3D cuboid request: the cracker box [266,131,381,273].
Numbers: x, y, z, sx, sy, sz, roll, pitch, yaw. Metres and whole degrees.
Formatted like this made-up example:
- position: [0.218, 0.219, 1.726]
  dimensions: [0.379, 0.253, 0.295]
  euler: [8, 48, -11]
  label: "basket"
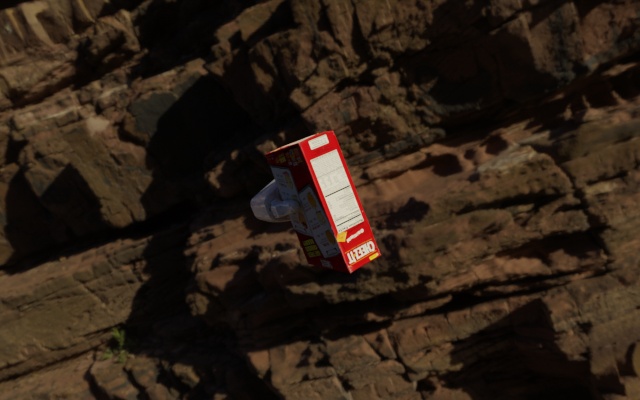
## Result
- position: [0.000, 0.002, 0.788]
  dimensions: [0.072, 0.214, 0.164]
  euler: [-25, 9, -23]
  label: "cracker box"
